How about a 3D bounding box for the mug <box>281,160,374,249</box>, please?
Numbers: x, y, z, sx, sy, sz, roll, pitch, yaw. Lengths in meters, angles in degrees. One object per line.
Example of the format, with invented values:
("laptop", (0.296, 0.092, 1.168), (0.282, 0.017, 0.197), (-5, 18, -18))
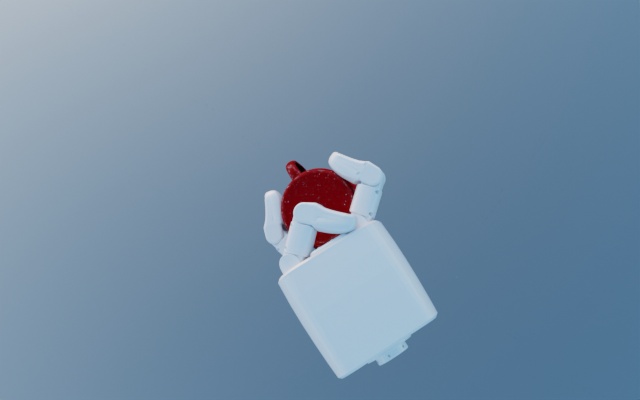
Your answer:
("mug", (-0.001, 0.000, 0.528), (0.093, 0.117, 0.081), (-36, -16, 8))
